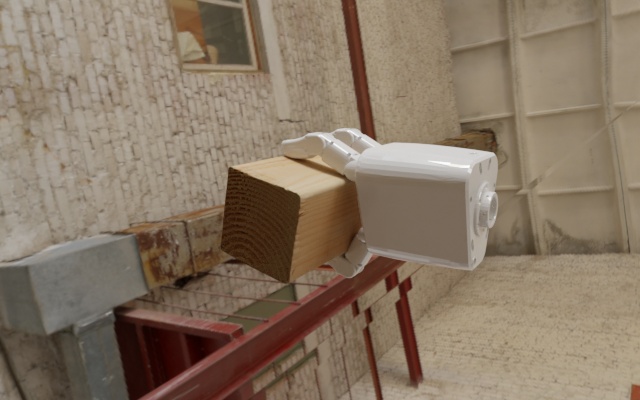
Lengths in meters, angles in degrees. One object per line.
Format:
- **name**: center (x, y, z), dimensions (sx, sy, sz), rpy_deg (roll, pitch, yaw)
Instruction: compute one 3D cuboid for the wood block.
- **wood block**: center (0.000, 0.002, 0.518), dimensions (0.090, 0.091, 0.206), rpy_deg (22, 23, 30)
